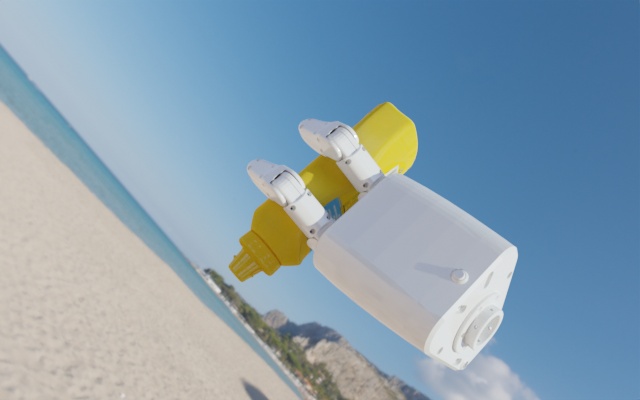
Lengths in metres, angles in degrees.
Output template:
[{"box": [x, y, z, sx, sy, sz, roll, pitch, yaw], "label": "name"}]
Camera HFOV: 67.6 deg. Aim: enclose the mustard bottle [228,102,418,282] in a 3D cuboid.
[{"box": [0.000, 0.001, 0.417, 0.191, 0.058, 0.096, -41, -16, -16], "label": "mustard bottle"}]
